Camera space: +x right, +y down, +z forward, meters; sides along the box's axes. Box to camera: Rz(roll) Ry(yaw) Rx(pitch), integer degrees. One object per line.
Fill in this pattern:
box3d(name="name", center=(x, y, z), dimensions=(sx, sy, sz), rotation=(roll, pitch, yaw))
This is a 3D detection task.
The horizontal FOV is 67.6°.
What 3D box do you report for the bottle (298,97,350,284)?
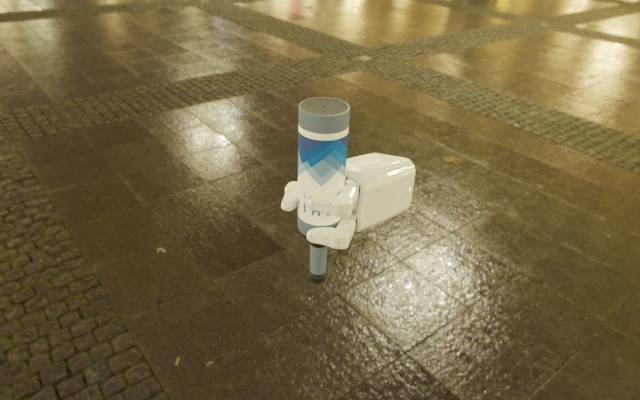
box3d(name="bottle", center=(0.000, 0.002, 0.695), dimensions=(0.069, 0.296, 0.069), rotation=(2, 33, -1))
